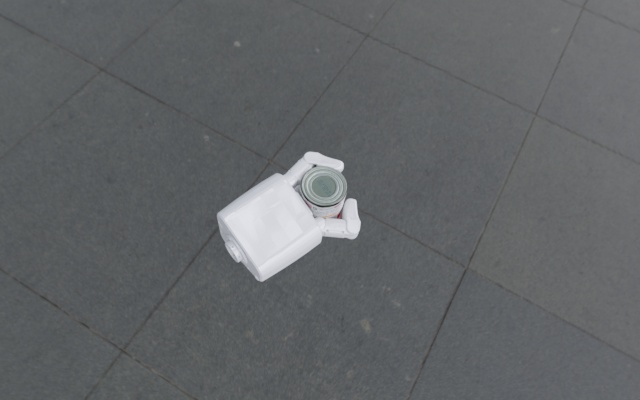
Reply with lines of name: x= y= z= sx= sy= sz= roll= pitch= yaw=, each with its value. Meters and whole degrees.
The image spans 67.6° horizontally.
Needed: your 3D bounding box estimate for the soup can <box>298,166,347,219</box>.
soup can: x=0.001 y=0.002 z=0.710 sx=0.068 sy=0.068 sz=0.102 roll=0 pitch=-28 yaw=-6
